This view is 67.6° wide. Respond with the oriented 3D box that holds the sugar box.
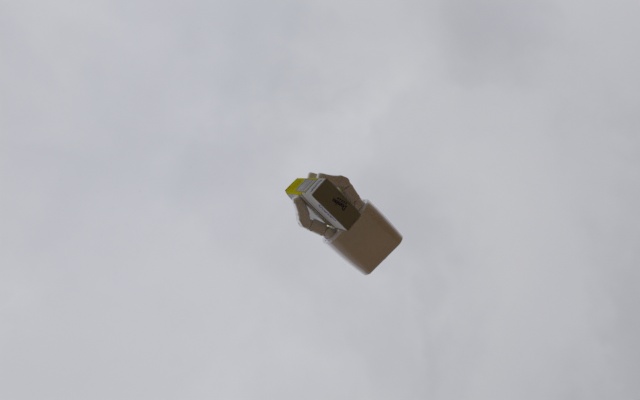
[{"bbox_3d":[0.001,0.003,0.875,0.093,0.048,0.176,45,-14,-17],"label":"sugar box"}]
